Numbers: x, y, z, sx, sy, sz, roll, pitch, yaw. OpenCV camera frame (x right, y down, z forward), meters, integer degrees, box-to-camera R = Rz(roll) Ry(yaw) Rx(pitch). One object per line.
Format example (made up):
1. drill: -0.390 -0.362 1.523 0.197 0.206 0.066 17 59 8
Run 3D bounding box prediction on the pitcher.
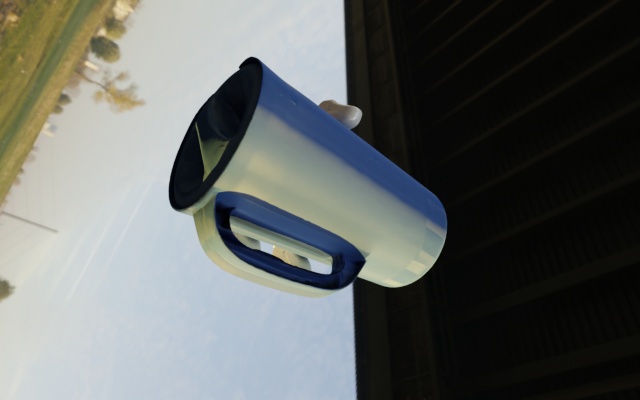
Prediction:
1. pitcher: 0.000 0.001 0.424 0.243 0.149 0.145 28 0 -32
